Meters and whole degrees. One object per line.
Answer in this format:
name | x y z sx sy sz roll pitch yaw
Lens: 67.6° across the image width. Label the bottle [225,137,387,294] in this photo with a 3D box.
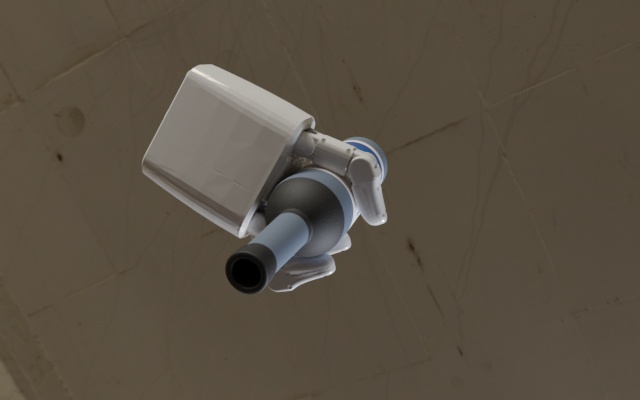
bottle | 0.000 0.001 0.410 0.069 0.069 0.295 0 16 18
